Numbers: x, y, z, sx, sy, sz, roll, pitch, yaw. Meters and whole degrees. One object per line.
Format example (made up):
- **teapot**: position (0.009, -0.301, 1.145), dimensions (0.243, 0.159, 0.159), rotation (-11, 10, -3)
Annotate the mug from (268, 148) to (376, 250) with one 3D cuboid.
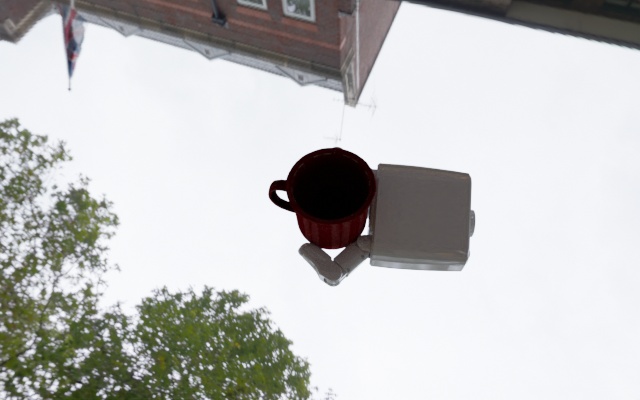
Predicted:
- **mug**: position (-0.001, 0.002, 0.525), dimensions (0.117, 0.093, 0.081), rotation (6, -29, 6)
